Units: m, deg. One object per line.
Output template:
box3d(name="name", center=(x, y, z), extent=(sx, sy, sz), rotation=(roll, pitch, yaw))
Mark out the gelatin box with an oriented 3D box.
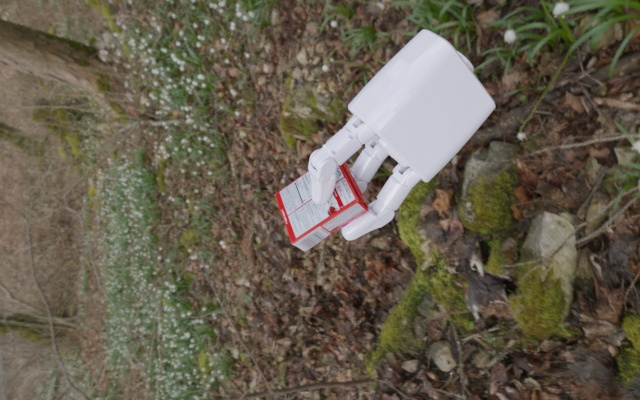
box3d(name="gelatin box", center=(0.000, 0.002, 0.521), extent=(0.089, 0.073, 0.030), rotation=(-34, -38, 14))
